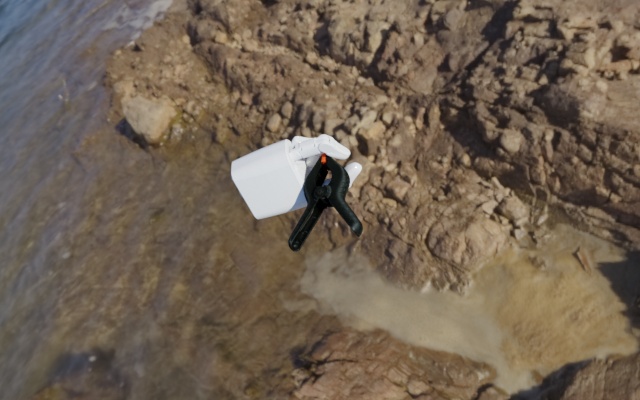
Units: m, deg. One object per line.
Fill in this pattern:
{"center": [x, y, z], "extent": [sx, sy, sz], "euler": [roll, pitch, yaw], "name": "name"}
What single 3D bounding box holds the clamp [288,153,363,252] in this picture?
{"center": [0.000, 0.002, 0.748], "extent": [0.120, 0.171, 0.039], "euler": [-18, -43, 14], "name": "clamp"}
